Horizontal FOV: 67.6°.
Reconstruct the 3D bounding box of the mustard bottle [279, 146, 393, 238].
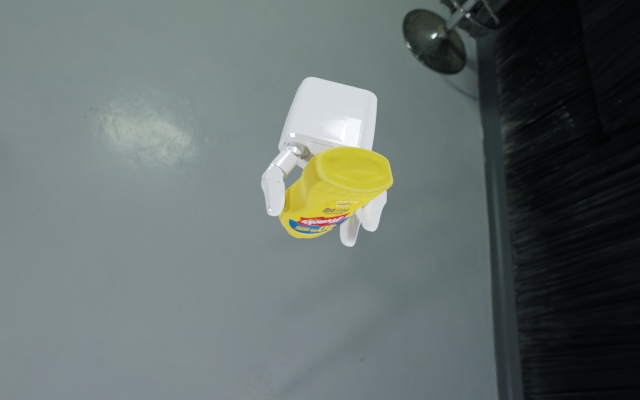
[{"bbox_3d":[0.000,0.002,0.589,0.096,0.058,0.192,0,-23,-27],"label":"mustard bottle"}]
